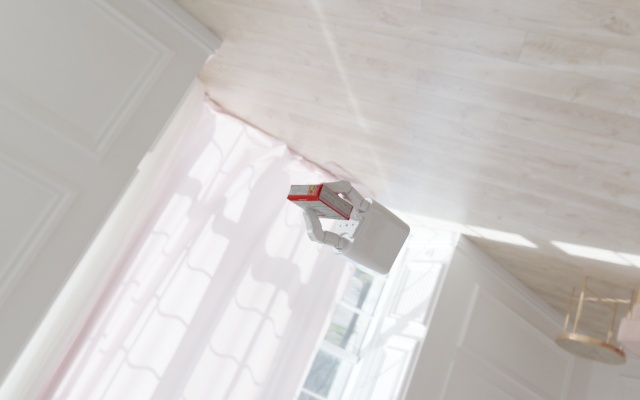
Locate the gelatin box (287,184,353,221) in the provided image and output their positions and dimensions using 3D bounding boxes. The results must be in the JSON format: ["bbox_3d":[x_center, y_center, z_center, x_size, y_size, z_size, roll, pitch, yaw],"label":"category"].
[{"bbox_3d":[0.000,0.003,0.800,0.073,0.030,0.089,1,-24,44],"label":"gelatin box"}]
